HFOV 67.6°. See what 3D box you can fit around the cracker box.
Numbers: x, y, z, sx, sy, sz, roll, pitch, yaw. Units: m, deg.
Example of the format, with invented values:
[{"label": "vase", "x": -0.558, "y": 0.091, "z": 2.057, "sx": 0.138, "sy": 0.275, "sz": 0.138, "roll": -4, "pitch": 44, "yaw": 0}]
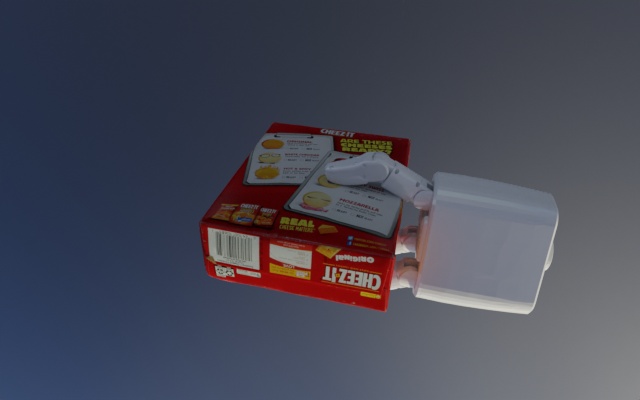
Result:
[{"label": "cracker box", "x": 0.000, "y": 0.002, "z": 0.480, "sx": 0.164, "sy": 0.072, "sz": 0.213, "roll": 9, "pitch": 33, "yaw": 9}]
